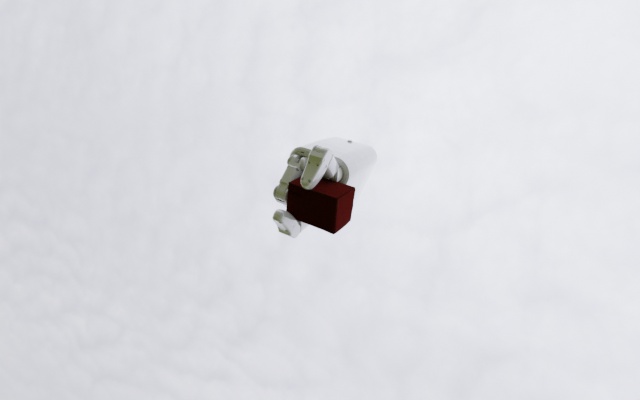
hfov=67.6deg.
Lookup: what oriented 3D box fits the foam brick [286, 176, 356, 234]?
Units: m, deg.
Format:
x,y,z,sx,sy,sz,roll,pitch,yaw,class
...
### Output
x,y,z,sx,sy,sz,roll,pitch,yaw,class
0.000,0.002,0.638,0.078,0.053,0.051,20,27,26,foam brick
